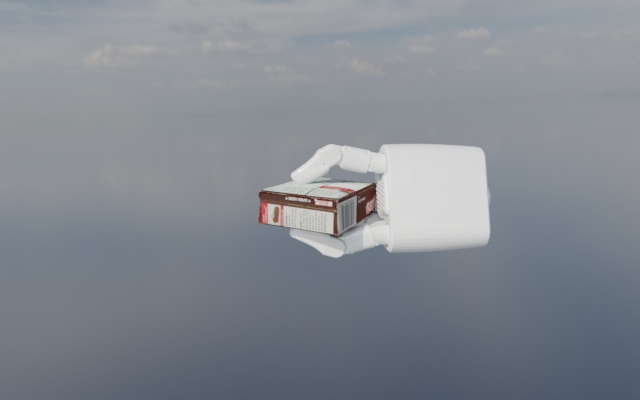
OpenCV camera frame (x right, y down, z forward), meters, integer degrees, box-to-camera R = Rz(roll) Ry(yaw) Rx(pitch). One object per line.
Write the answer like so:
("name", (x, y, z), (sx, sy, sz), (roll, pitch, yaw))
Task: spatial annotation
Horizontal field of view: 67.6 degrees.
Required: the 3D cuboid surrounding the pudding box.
("pudding box", (0.000, 0.002, 0.509), (0.090, 0.039, 0.113), (6, 12, 24))
